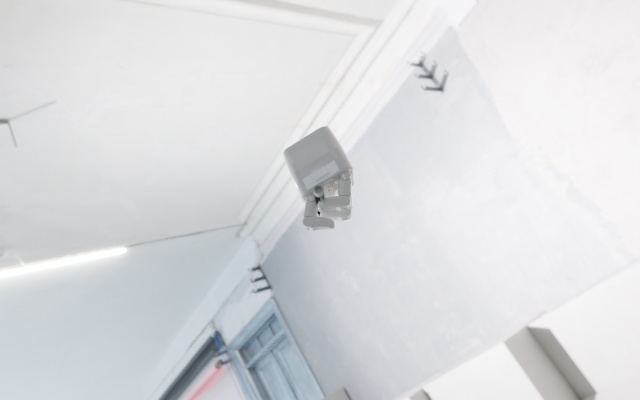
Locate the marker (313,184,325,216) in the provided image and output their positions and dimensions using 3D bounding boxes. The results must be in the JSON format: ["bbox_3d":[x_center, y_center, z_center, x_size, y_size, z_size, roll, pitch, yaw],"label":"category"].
[{"bbox_3d":[0.000,0.003,0.892,0.020,0.020,0.121,0,-22,4],"label":"marker"}]
